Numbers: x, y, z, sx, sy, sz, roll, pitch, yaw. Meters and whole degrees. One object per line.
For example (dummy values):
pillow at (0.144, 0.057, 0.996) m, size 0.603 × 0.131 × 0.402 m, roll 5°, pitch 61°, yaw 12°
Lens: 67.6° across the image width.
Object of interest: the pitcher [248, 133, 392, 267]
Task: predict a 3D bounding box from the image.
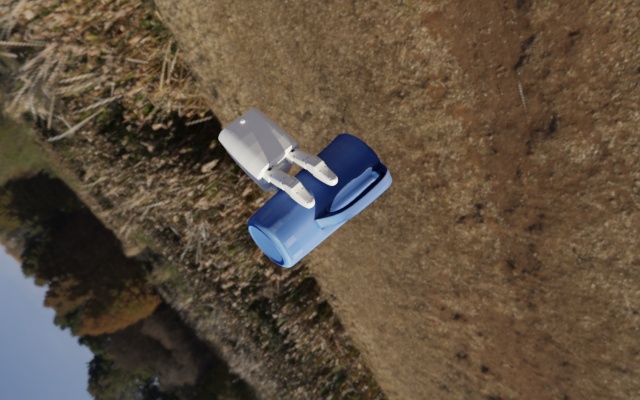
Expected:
pitcher at (0.000, 0.003, 0.829) m, size 0.242 × 0.145 × 0.149 m, roll -42°, pitch -14°, yaw -22°
